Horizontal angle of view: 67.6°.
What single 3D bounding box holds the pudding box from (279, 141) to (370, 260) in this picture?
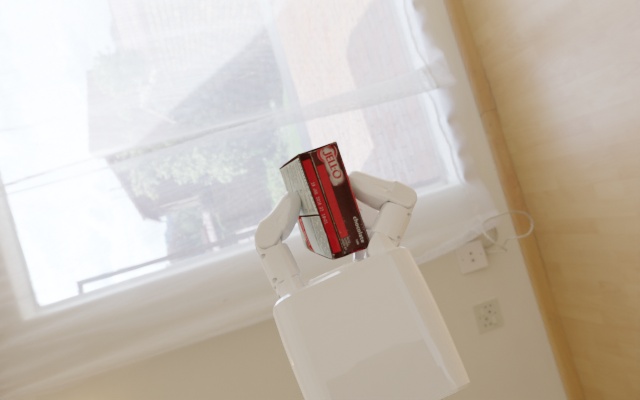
[{"bbox_3d":[0.000,0.002,0.425,0.039,0.090,0.113,-18,3,-14],"label":"pudding box"}]
